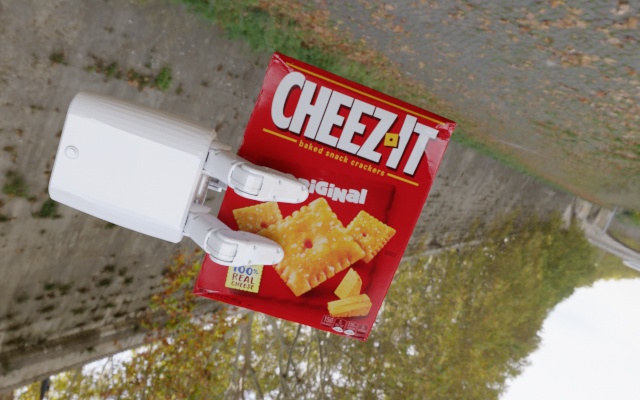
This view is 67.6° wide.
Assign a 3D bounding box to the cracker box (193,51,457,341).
[{"bbox_3d":[0.000,0.002,0.424,0.164,0.214,0.072,19,11,-9],"label":"cracker box"}]
